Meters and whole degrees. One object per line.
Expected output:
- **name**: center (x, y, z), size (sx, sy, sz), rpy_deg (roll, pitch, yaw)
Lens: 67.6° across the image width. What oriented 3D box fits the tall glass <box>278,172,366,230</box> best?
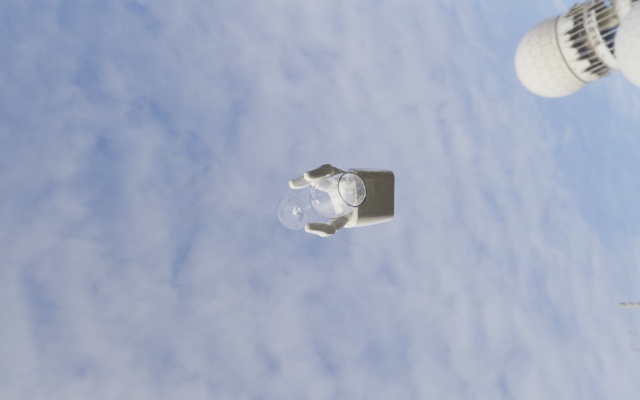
- **tall glass**: center (0.000, 0.003, 0.898), size (0.079, 0.079, 0.201), rpy_deg (0, -13, -34)
